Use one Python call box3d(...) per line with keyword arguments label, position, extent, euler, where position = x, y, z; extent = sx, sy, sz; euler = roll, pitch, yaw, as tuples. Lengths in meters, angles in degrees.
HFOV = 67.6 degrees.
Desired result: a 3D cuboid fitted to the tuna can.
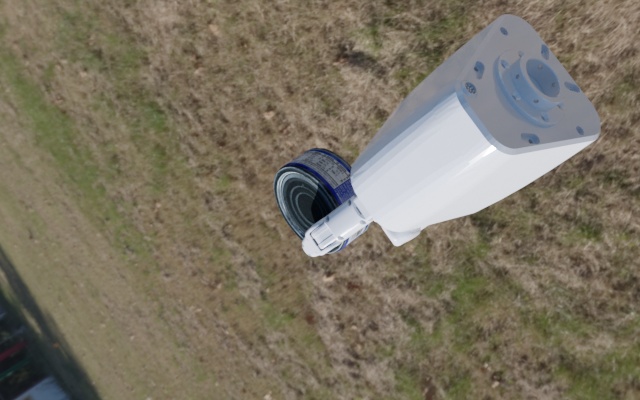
box3d(label="tuna can", position=(0.000, 0.002, 0.402), extent=(0.033, 0.086, 0.086), euler=(-35, 21, -33))
